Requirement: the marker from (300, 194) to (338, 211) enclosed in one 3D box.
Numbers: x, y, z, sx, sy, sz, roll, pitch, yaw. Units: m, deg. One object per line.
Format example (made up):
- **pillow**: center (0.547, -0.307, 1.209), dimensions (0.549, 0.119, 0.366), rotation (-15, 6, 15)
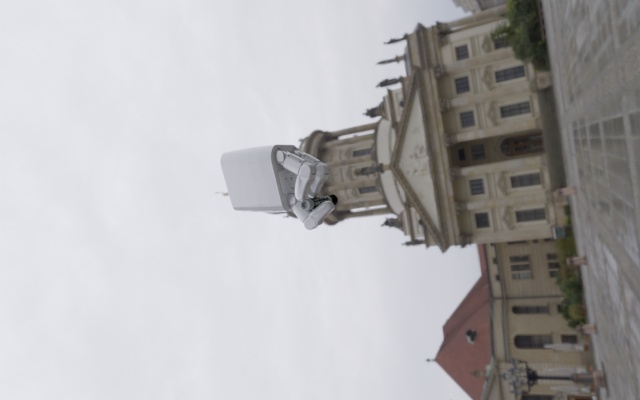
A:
- **marker**: center (0.000, 0.003, 0.811), dimensions (0.020, 0.020, 0.121), rotation (0, 5, 25)
